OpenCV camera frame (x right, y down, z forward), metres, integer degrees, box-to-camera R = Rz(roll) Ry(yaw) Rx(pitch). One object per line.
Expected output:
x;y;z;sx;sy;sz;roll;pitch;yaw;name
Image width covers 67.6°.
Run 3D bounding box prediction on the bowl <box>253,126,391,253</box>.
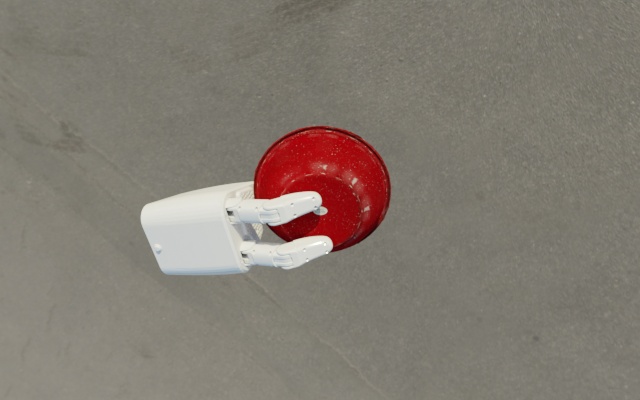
0.001;0.001;0.534;0.162;0.162;0.055;0;26;3;bowl
